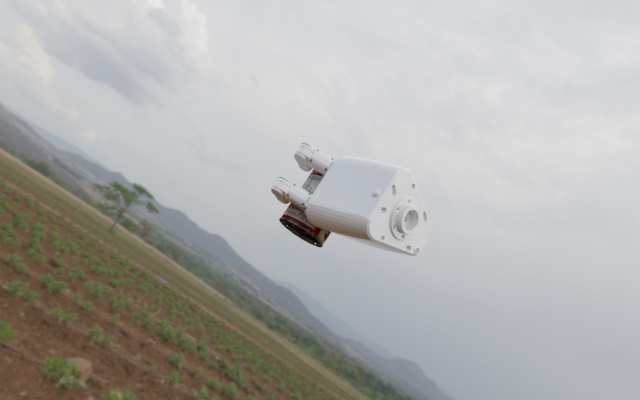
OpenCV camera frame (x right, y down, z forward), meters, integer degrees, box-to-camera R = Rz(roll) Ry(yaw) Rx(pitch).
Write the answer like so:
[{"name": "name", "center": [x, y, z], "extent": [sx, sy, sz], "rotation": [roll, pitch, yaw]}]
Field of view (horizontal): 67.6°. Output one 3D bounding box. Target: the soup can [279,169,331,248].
[{"name": "soup can", "center": [0.000, 0.002, 0.641], "extent": [0.068, 0.102, 0.068], "rotation": [30, -15, 9]}]
